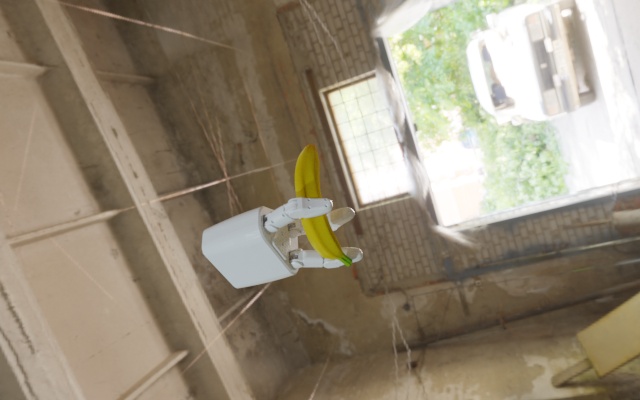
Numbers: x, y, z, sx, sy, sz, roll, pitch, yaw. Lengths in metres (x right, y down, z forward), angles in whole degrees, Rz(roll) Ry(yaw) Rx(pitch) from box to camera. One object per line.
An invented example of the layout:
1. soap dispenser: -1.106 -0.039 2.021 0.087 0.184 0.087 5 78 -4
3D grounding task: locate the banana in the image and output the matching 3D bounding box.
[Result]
1. banana: -0.008 0.003 0.693 0.037 0.197 0.069 -23 -18 23
